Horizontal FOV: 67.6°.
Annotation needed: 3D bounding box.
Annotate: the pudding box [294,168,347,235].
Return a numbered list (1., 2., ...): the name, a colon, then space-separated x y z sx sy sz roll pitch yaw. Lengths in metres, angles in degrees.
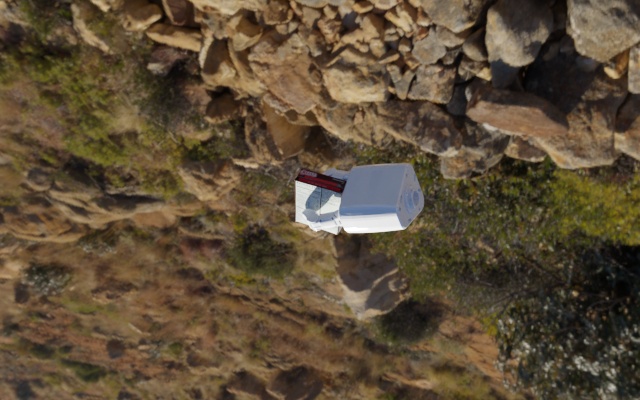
1. pudding box: 0.000 0.003 0.860 0.090 0.114 0.039 18 46 14
